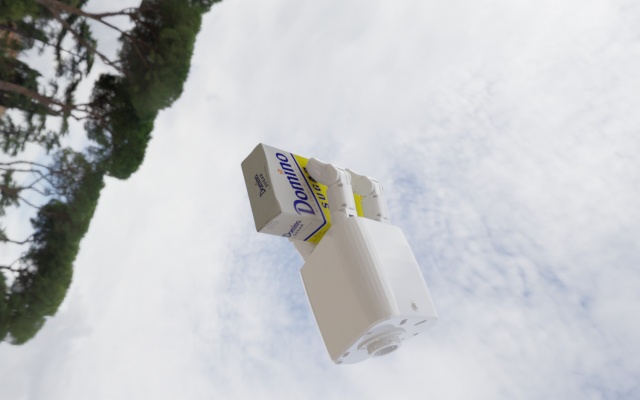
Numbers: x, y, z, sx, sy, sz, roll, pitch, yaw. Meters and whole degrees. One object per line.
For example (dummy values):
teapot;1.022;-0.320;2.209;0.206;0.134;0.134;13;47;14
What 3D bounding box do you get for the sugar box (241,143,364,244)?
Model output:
sugar box;0.001;0.002;0.541;0.176;0.093;0.048;17;-46;-43
